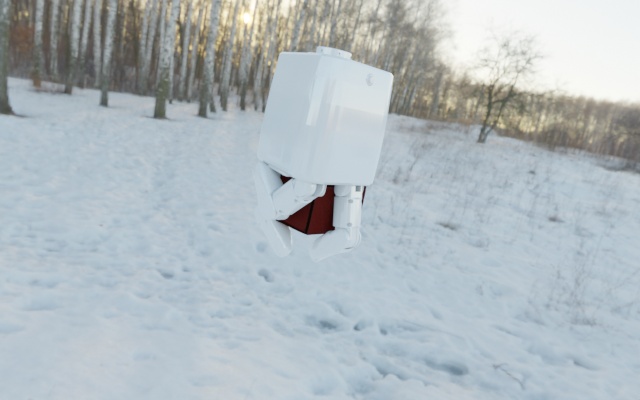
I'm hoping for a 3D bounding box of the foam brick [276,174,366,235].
[{"bbox_3d":[0.000,0.002,0.488,0.053,0.051,0.078,22,15,40],"label":"foam brick"}]
